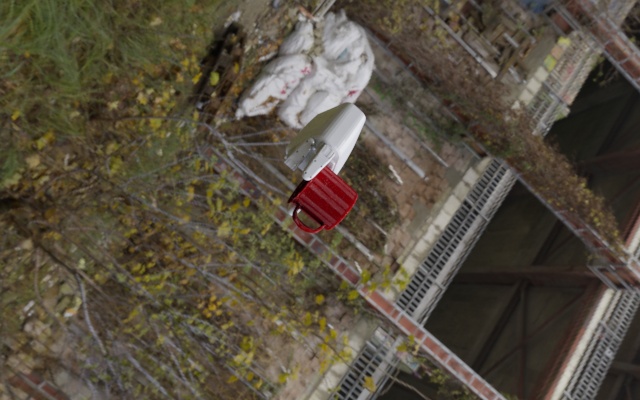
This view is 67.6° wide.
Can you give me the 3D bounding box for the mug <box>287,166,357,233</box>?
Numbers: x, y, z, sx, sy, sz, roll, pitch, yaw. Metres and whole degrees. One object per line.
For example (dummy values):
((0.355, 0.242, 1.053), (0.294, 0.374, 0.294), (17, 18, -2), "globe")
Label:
((0.000, 0.004, 0.775), (0.081, 0.117, 0.093), (40, -33, -9), "mug")
